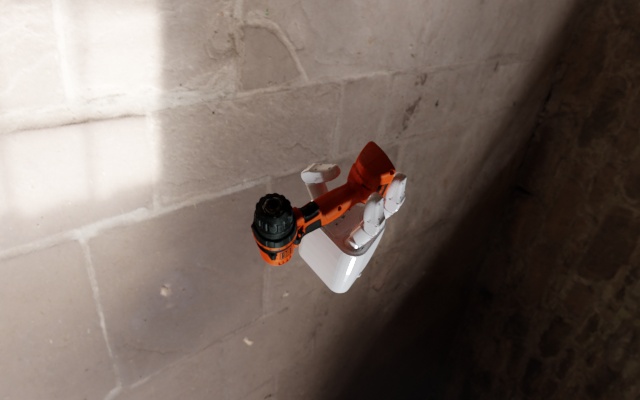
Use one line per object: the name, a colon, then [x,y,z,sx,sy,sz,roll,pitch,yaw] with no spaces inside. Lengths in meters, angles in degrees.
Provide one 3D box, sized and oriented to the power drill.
power drill: [0.000,0.002,0.589,0.187,0.057,0.184,-31,-14,-15]
